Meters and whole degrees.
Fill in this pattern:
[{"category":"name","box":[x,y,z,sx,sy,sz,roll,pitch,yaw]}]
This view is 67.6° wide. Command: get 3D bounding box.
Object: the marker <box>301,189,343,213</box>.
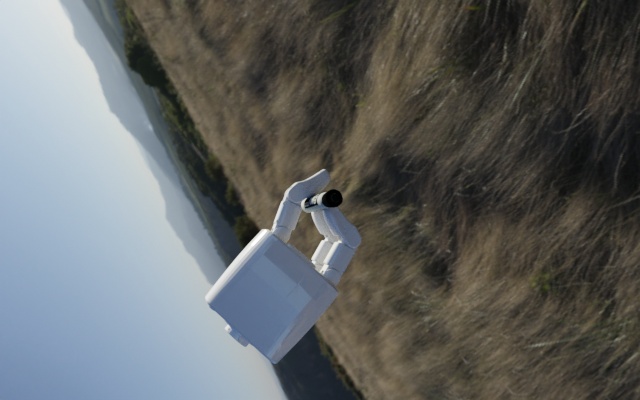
[{"category":"marker","box":[0.000,0.002,0.534,0.020,0.020,0.121,0,-4,-15]}]
